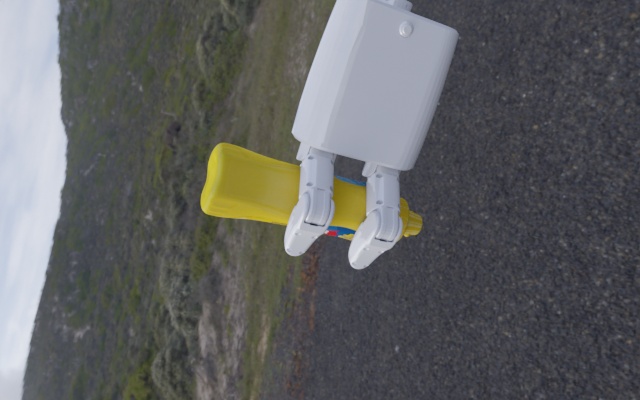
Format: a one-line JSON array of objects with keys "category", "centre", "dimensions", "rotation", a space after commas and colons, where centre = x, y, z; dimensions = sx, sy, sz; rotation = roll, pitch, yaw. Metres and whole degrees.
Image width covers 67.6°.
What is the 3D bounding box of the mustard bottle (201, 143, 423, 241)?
[{"category": "mustard bottle", "centre": [0.000, 0.002, 0.406], "dimensions": [0.191, 0.058, 0.096], "rotation": [13, -6, -18]}]
